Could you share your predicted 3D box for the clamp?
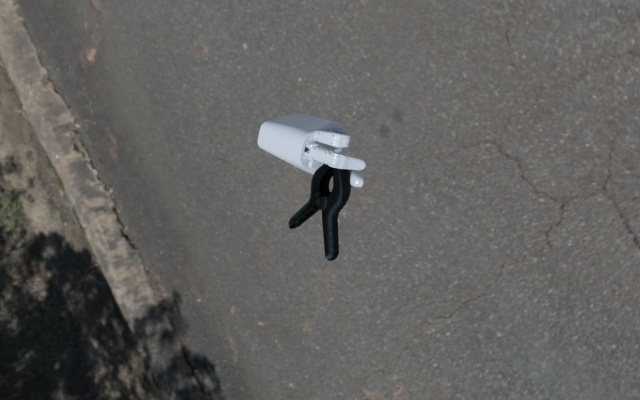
[{"bbox_3d":[0.000,0.003,0.802,0.120,0.171,0.039,23,16,35],"label":"clamp"}]
